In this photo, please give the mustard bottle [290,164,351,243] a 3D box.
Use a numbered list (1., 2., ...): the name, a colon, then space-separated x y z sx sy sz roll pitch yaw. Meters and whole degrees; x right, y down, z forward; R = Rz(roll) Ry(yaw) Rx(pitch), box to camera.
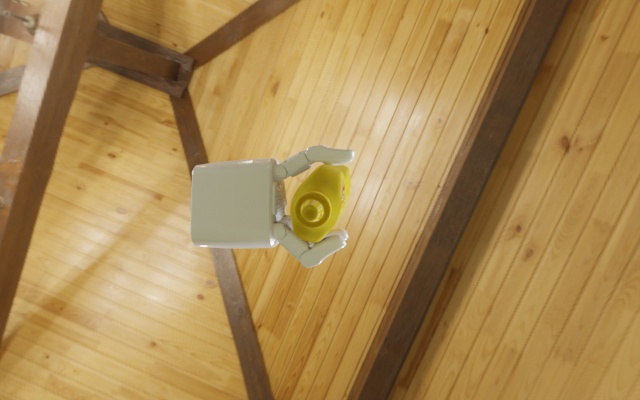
1. mustard bottle: 0.000 0.002 0.598 0.058 0.096 0.191 22 9 5
